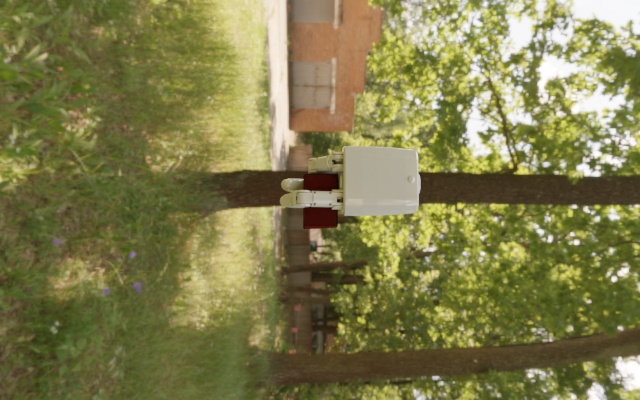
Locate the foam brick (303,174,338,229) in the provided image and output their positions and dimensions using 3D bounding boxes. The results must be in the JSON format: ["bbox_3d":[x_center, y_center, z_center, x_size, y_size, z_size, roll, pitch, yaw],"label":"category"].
[{"bbox_3d":[0.000,0.003,0.707,0.051,0.078,0.053,1,-6,-1],"label":"foam brick"}]
